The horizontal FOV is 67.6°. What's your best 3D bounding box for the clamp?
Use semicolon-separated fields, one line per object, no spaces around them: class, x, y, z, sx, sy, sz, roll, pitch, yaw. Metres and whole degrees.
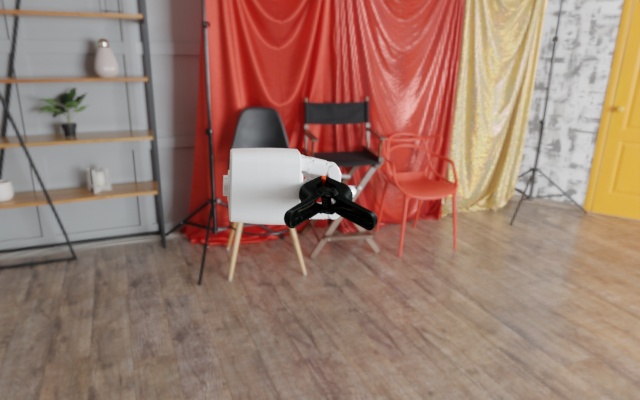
clamp;0.000;0.002;0.675;0.120;0.039;0.171;4;17;-14
